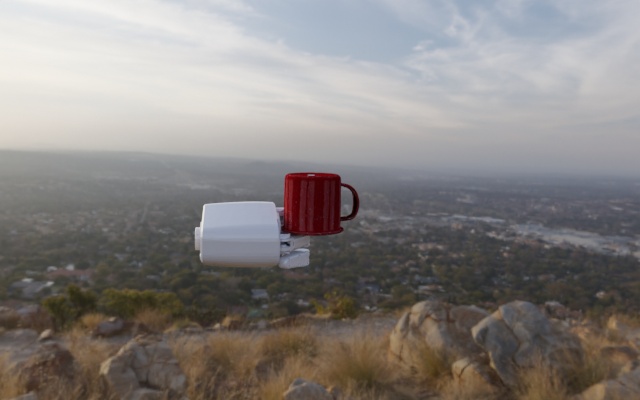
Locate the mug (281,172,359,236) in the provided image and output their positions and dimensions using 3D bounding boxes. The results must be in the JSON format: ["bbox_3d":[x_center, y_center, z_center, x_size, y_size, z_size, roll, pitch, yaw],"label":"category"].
[{"bbox_3d":[0.002,0.002,0.692,0.117,0.081,0.093,0,7,-11],"label":"mug"}]
